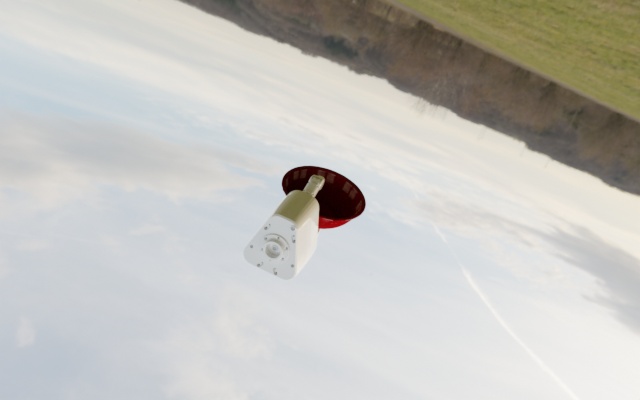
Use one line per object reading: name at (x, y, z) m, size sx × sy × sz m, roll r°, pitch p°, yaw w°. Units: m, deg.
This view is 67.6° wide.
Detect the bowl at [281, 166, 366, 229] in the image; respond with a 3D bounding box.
bowl at (0.001, 0.003, 0.892) m, size 0.162 × 0.055 × 0.162 m, roll 13°, pitch 36°, yaw -10°
